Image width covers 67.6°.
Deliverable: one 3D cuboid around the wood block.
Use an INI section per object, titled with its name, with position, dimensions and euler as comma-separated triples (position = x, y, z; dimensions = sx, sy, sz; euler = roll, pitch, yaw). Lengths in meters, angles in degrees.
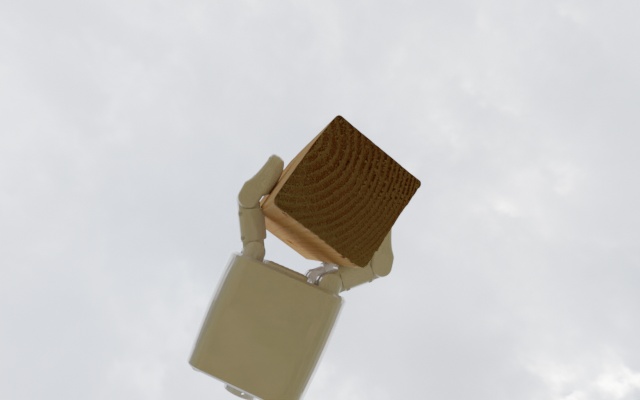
[wood block]
position = 0.000, 0.002, 0.468
dimensions = 0.091, 0.090, 0.206
euler = 38, -12, -8
